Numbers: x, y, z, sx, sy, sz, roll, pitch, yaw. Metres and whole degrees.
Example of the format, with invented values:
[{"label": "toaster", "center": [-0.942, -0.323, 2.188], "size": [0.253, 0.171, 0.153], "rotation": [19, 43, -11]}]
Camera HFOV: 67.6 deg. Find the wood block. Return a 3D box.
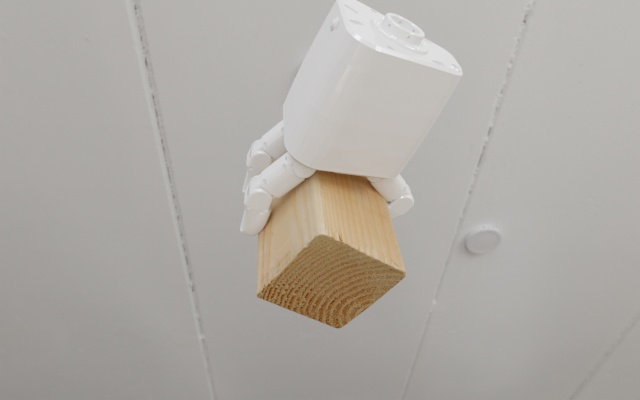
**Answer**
[{"label": "wood block", "center": [0.001, 0.001, 0.456], "size": [0.091, 0.206, 0.090], "rotation": [28, -57, -26]}]
